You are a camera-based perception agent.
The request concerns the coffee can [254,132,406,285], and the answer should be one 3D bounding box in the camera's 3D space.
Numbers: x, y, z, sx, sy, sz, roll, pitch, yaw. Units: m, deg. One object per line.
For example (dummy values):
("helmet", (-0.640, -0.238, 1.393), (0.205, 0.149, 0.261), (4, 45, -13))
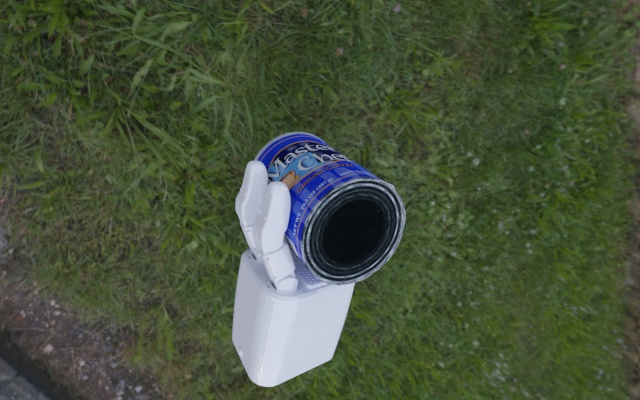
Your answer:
("coffee can", (0.000, 0.001, 0.465), (0.103, 0.103, 0.140), (0, 23, -28))
